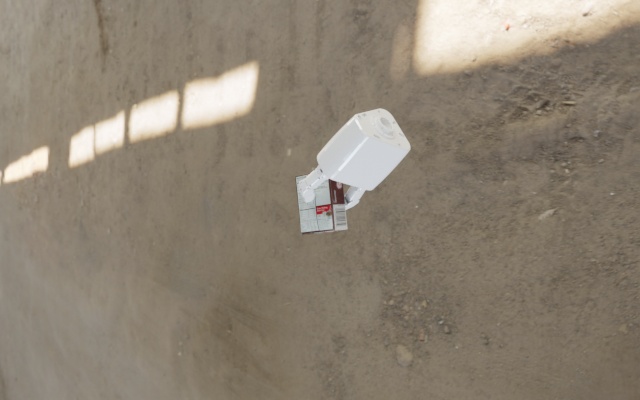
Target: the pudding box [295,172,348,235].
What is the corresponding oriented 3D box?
[{"bbox_3d":[0.000,0.003,0.868,0.039,0.113,0.090,0,-6,-44],"label":"pudding box"}]
